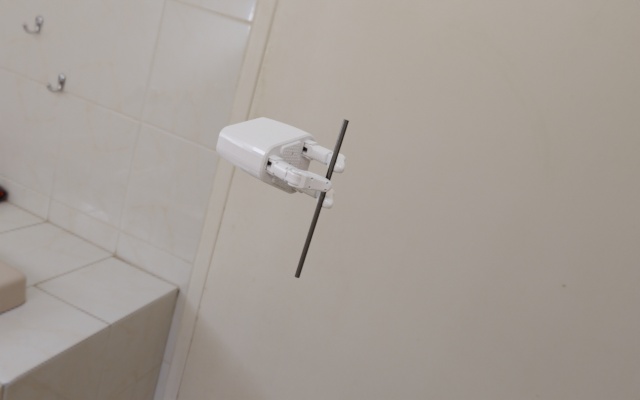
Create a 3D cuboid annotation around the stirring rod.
[{"bbox_3d":[0.000,0.002,0.676,0.011,0.239,0.011,16,15,-5],"label":"stirring rod"}]
